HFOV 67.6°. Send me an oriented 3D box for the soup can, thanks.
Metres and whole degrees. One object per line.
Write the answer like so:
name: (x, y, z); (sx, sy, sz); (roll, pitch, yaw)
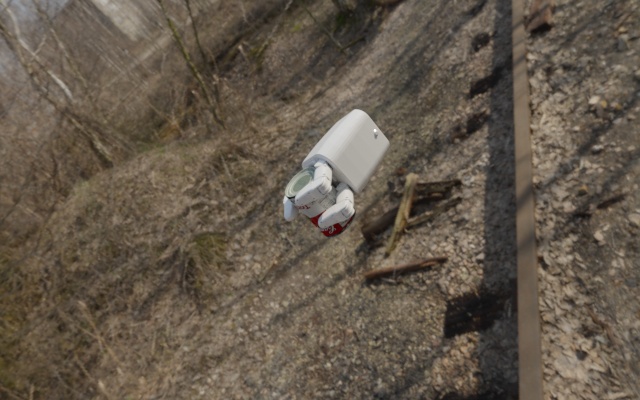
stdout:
soup can: (0.000, 0.003, 0.771); (0.102, 0.068, 0.068); (46, -25, -27)
